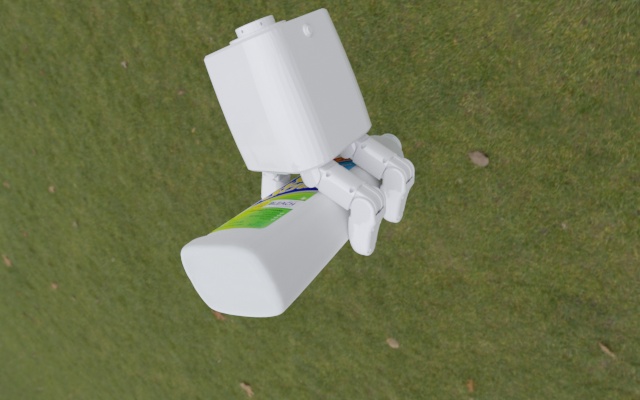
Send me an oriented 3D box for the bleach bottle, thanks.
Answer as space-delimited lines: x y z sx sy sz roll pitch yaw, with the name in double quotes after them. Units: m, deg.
0.000 0.001 0.438 0.102 0.068 0.250 -6 25 41 "bleach bottle"
